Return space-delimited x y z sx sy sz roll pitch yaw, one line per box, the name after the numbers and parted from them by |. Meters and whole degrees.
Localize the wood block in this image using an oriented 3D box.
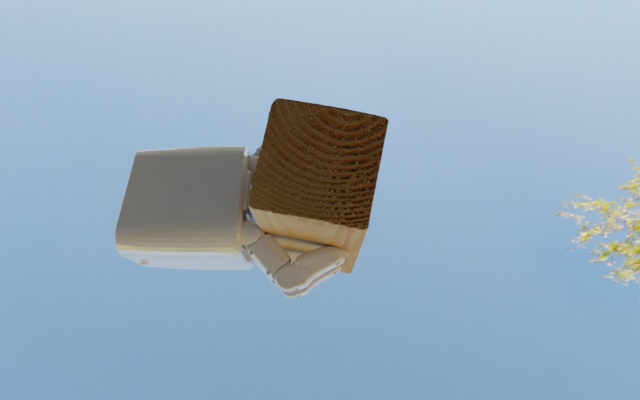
0.000 0.001 0.441 0.090 0.090 0.206 11 -16 3 | wood block
